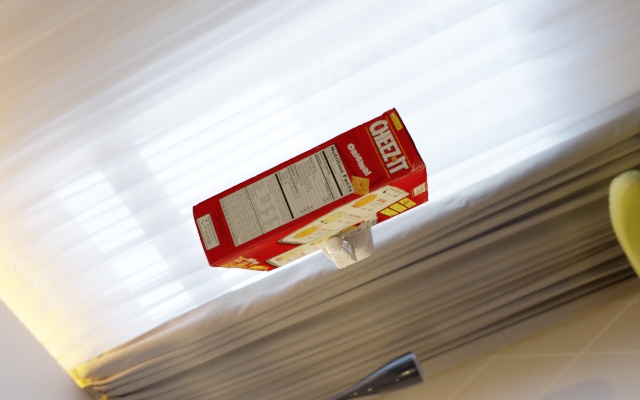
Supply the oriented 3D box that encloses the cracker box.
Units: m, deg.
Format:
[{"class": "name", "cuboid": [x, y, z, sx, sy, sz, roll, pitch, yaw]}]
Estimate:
[{"class": "cracker box", "cuboid": [0.000, 0.002, 0.498, 0.214, 0.072, 0.164, -25, -15, 8]}]
